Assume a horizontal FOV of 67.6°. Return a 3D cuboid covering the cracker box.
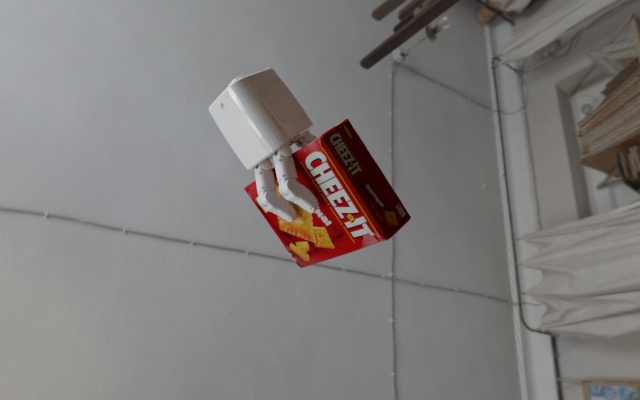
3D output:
[{"bbox_3d":[0.000,0.002,0.705,0.072,0.164,0.214,-39,8,-39],"label":"cracker box"}]
